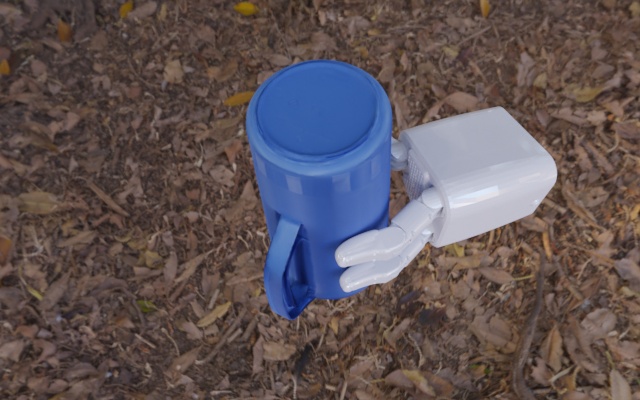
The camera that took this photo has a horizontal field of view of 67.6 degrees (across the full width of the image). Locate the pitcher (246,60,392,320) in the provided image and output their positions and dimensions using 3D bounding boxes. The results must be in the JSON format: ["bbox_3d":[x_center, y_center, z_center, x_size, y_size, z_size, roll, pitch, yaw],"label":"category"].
[{"bbox_3d":[0.000,0.001,0.441,0.145,0.149,0.243,-16,-29,-5],"label":"pitcher"}]
